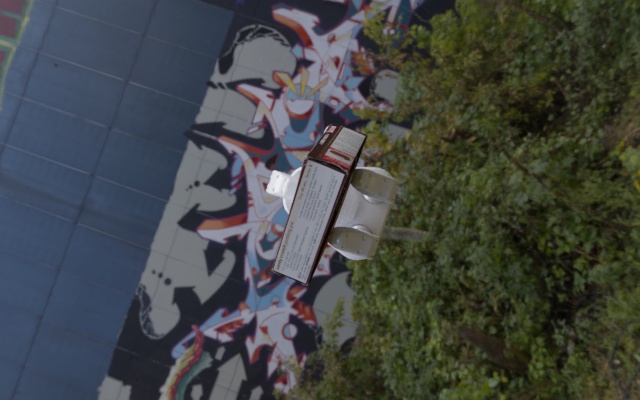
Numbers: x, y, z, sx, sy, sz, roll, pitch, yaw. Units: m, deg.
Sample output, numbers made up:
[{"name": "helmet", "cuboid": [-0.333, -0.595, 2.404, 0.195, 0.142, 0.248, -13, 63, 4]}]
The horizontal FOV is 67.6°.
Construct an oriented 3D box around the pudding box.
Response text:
[{"name": "pudding box", "cuboid": [0.000, 0.001, 0.406, 0.039, 0.113, 0.090, 19, 28, 5]}]
